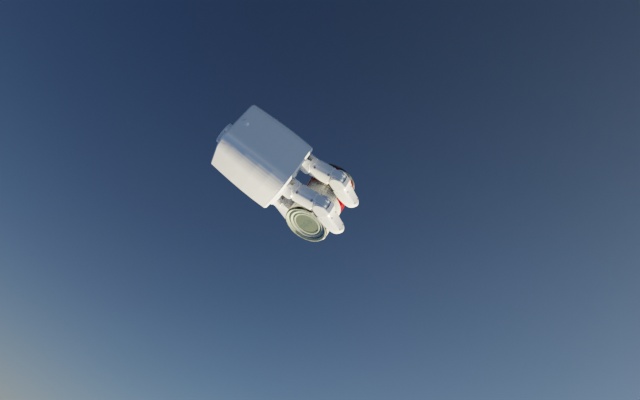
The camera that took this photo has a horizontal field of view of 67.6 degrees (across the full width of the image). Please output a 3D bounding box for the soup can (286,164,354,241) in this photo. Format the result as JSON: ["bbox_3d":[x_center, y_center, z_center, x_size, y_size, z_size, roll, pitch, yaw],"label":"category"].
[{"bbox_3d":[0.000,0.003,0.712,0.068,0.068,0.102,0,41,34],"label":"soup can"}]
